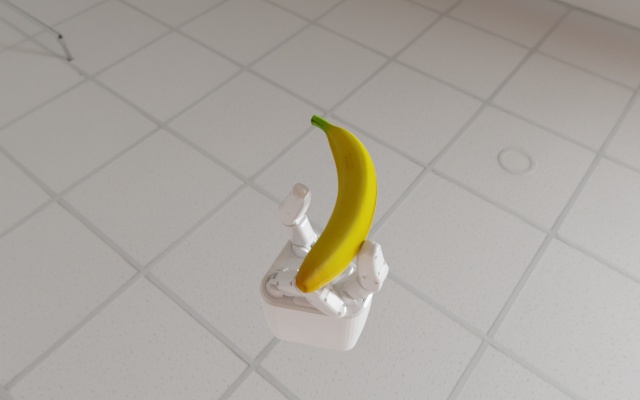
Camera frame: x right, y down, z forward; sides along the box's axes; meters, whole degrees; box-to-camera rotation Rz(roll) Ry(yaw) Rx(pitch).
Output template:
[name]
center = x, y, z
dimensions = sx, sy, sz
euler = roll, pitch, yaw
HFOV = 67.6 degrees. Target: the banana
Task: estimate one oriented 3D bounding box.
[banana]
center = 0.019, 0.000, 0.446
dimensions = 0.069, 0.197, 0.037
euler = 3, -37, 1
